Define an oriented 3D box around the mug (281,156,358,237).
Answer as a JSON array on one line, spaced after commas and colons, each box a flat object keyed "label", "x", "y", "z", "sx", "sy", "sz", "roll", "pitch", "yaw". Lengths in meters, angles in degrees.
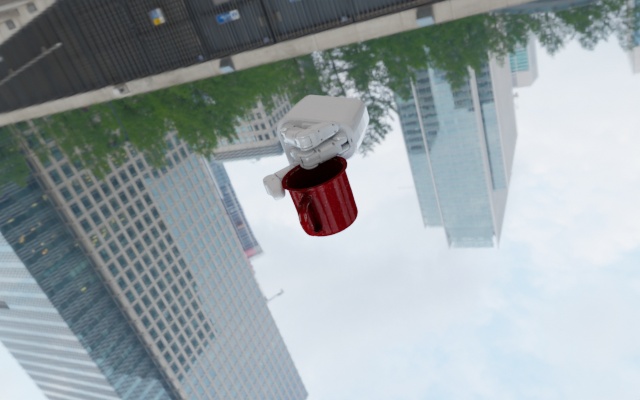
[{"label": "mug", "x": 0.000, "y": 0.003, "z": 0.644, "sx": 0.093, "sy": 0.081, "sz": 0.117, "roll": -7, "pitch": 30, "yaw": 23}]
